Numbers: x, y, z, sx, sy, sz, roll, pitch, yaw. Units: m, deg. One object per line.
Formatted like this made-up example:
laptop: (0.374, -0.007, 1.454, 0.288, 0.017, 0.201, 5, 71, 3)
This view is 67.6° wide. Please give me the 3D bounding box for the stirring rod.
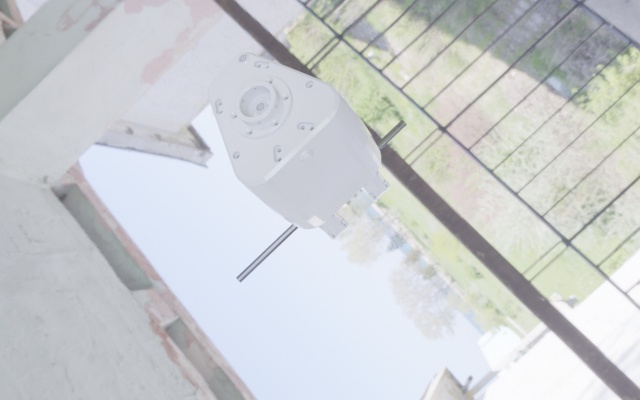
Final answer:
stirring rod: (0.000, 0.002, 0.502, 0.239, 0.011, 0.011, -44, -3, 3)
